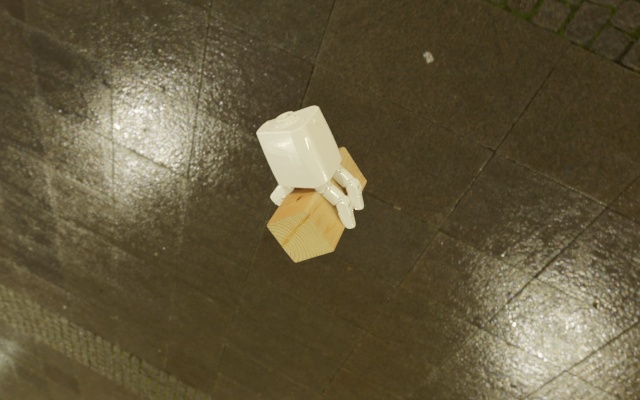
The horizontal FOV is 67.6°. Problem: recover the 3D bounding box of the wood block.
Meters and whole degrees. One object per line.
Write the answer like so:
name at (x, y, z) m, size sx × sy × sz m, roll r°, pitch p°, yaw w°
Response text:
wood block at (0.000, 0.003, 0.864) m, size 0.091 × 0.090 × 0.206 m, roll -20°, pitch 25°, yaw 35°
